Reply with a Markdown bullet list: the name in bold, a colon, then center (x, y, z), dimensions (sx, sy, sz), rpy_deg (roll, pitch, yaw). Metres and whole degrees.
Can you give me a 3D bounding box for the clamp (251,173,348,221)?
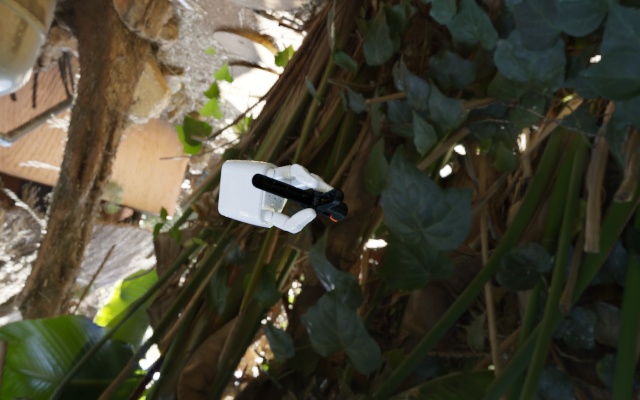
- **clamp**: center (0.000, 0.004, 0.835), dimensions (0.164, 0.036, 0.210), rpy_deg (11, -10, 32)
